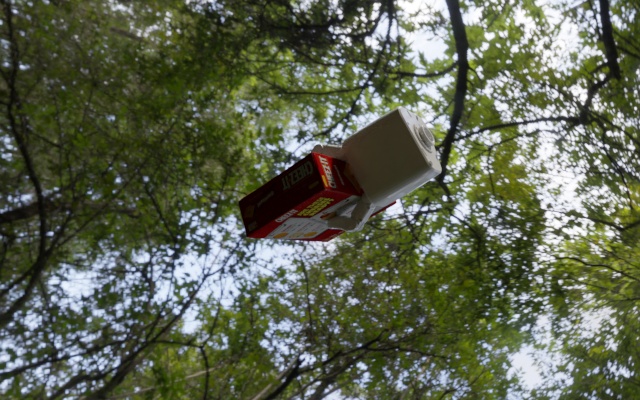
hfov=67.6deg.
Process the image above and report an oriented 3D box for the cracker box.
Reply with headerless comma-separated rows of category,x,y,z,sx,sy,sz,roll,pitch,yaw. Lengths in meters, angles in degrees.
cracker box,0.000,0.003,0.782,0.164,0.072,0.214,-32,-24,30
